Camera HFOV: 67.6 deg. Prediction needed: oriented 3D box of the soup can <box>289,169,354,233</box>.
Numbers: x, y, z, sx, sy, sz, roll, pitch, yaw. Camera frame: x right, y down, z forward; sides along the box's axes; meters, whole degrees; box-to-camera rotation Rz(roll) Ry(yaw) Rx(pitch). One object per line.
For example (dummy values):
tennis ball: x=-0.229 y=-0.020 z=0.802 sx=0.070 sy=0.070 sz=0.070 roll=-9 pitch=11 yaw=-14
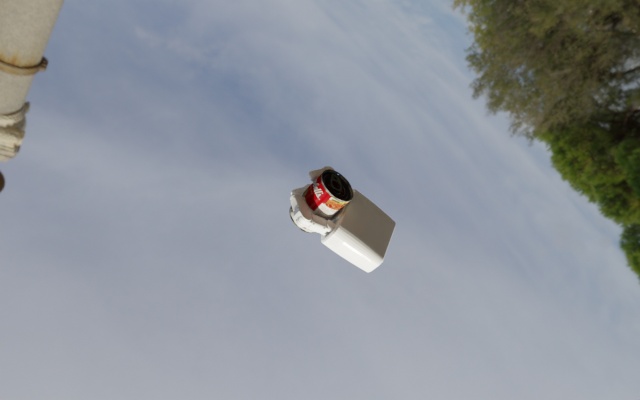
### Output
soup can: x=0.000 y=0.003 z=0.836 sx=0.068 sy=0.068 sz=0.102 roll=0 pitch=-35 yaw=-45
